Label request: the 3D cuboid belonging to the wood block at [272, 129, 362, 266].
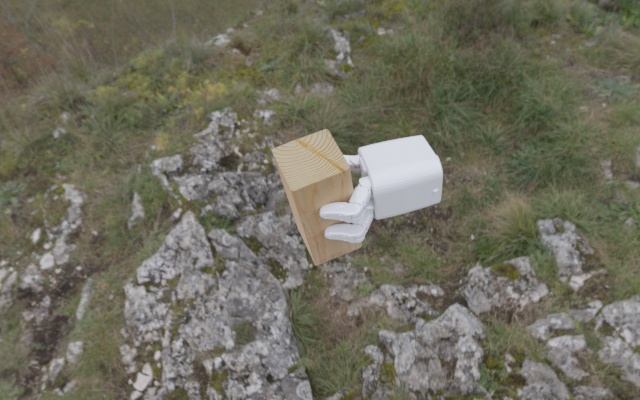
[{"bbox_3d":[0.000,0.002,0.749,0.090,0.090,0.206,-22,-38,-6],"label":"wood block"}]
